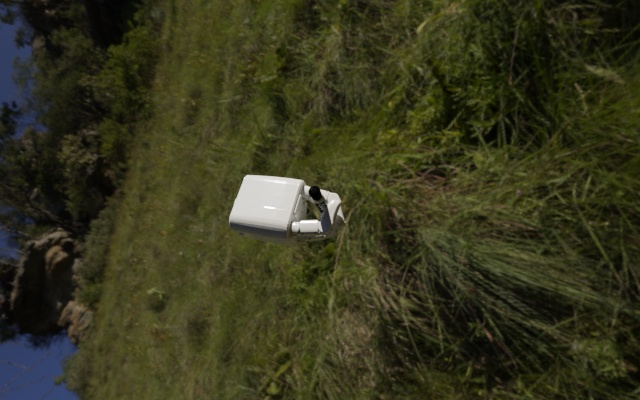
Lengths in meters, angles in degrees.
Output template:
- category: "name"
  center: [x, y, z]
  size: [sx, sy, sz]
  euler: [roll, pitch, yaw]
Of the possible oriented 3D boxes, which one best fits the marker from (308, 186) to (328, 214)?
- category: "marker"
  center: [0.000, 0.003, 0.768]
  size: [0.020, 0.020, 0.121]
  euler: [0, -17, 10]
